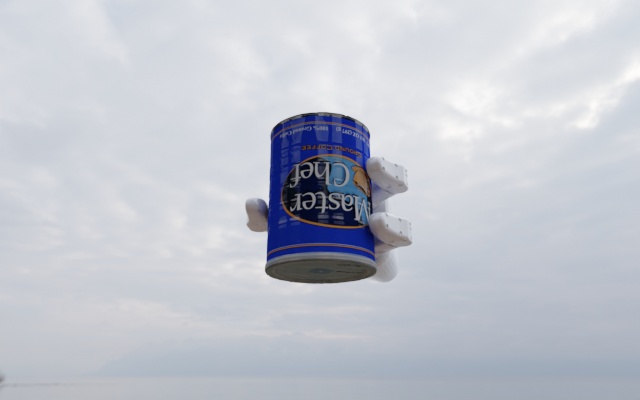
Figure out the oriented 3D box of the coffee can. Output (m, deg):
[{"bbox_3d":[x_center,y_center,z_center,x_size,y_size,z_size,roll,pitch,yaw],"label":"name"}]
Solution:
[{"bbox_3d":[0.000,0.002,0.461,0.103,0.140,0.103,0,-21,0],"label":"coffee can"}]
